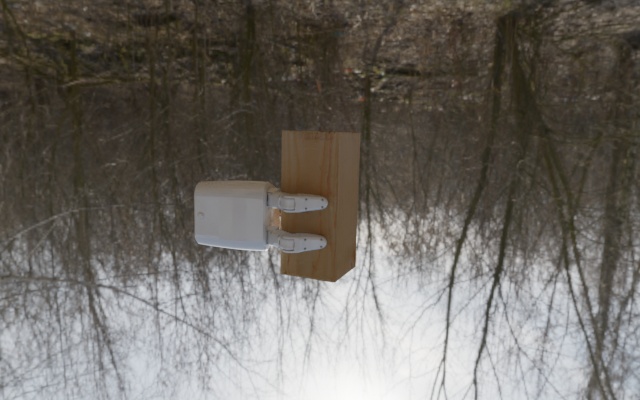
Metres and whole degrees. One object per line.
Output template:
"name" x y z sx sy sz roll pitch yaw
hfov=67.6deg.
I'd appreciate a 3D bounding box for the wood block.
"wood block" 0.000 0.002 0.698 0.090 0.206 0.091 5 9 22
